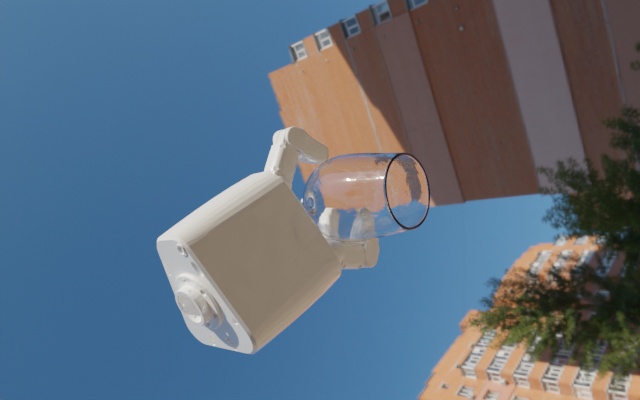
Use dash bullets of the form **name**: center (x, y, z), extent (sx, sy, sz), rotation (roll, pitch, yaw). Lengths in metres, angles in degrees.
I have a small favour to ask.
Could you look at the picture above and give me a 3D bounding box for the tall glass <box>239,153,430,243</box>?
- **tall glass**: center (0.000, 0.001, 0.447), extent (0.201, 0.079, 0.079), rotation (-7, -5, 45)
